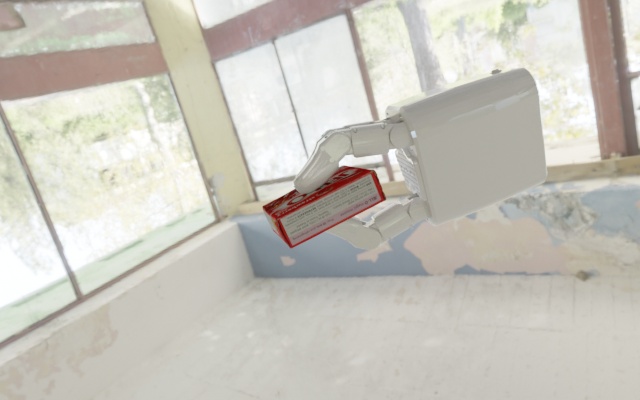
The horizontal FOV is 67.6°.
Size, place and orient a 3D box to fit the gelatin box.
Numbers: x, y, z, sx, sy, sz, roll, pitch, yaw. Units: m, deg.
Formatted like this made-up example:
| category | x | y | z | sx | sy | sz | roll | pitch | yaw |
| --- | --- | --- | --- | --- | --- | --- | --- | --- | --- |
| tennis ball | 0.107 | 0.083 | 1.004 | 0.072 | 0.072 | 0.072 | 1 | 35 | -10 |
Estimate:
| category | x | y | z | sx | sy | sz | roll | pitch | yaw |
| --- | --- | --- | --- | --- | --- | --- | --- | --- | --- |
| gelatin box | 0.000 | 0.002 | 0.402 | 0.089 | 0.030 | 0.073 | -27 | 14 | -10 |
